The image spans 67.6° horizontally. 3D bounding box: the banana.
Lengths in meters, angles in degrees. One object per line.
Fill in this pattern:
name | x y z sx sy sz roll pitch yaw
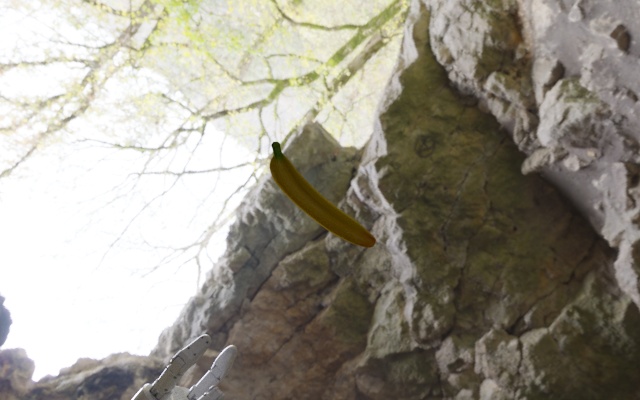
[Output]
banana | -0.007 0.002 0.674 0.198 0.037 0.069 43 -15 -5
